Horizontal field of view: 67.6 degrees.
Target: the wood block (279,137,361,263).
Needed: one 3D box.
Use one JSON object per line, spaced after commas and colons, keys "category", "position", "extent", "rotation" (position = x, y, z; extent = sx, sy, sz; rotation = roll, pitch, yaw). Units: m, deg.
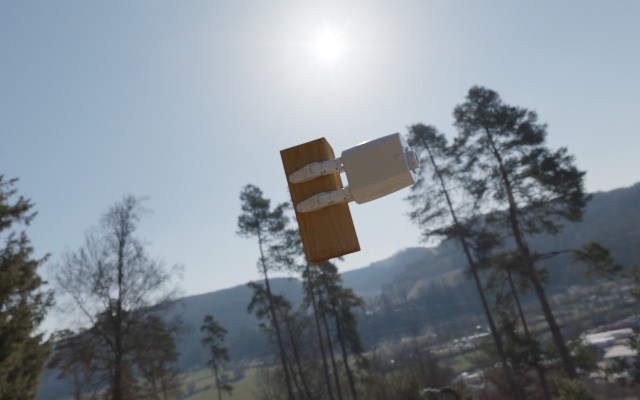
{"category": "wood block", "position": [0.001, 0.003, 0.877], "extent": [0.090, 0.206, 0.091], "rotation": [-17, -12, 9]}
